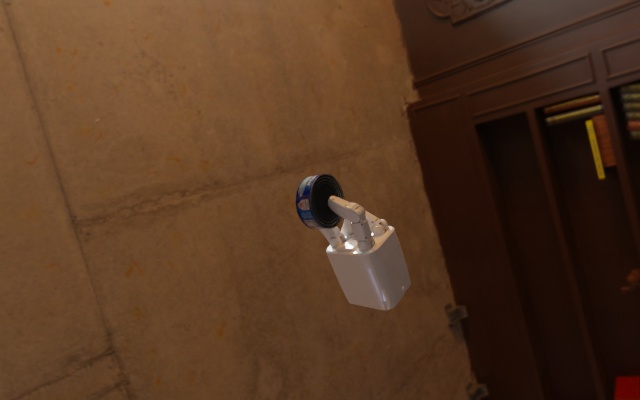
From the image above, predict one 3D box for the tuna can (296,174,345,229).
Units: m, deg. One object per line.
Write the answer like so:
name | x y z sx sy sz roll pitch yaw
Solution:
tuna can | 0.000 0.002 0.749 0.034 0.086 0.086 -7 -4 38
